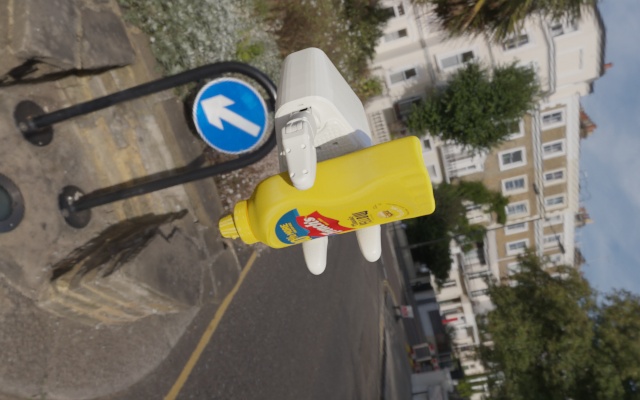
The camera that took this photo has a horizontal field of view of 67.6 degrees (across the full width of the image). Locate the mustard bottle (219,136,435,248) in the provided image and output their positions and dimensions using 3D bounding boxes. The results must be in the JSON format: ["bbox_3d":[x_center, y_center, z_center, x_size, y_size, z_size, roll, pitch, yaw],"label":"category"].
[{"bbox_3d":[0.000,0.002,0.423,0.191,0.058,0.096,-14,-23,11],"label":"mustard bottle"}]
